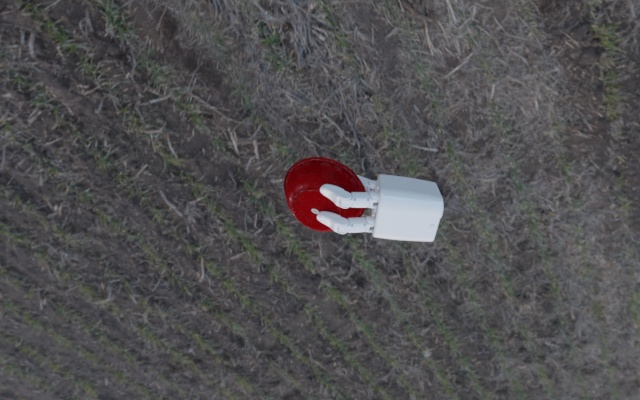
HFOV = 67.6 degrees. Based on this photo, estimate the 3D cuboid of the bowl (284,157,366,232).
[{"bbox_3d":[-0.001,0.003,0.869,0.162,0.162,0.055,0,36,22],"label":"bowl"}]
